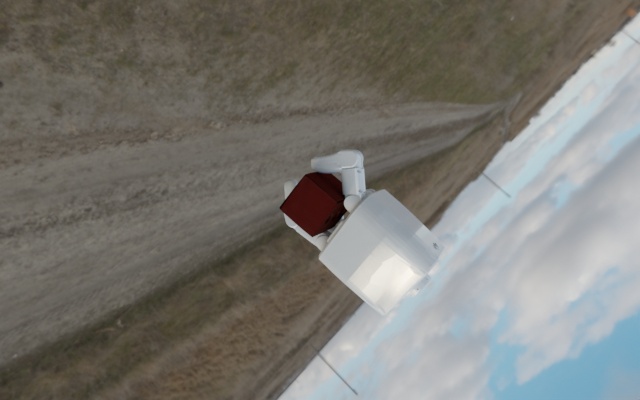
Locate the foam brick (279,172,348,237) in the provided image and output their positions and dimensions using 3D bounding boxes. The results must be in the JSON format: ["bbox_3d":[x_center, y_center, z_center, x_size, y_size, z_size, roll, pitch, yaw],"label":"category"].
[{"bbox_3d":[0.000,0.002,0.559,0.051,0.053,0.078,42,19,12],"label":"foam brick"}]
